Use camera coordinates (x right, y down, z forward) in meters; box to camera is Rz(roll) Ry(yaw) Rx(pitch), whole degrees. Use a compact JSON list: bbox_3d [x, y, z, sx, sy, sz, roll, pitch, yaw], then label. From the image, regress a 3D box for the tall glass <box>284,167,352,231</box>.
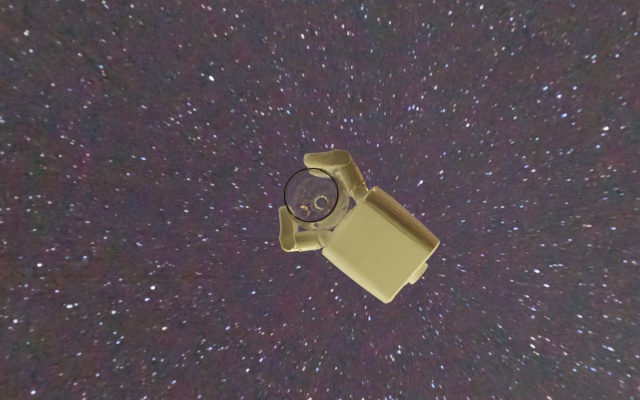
[{"bbox_3d":[0.000,0.002,0.626,0.079,0.079,0.201,0,-5,6],"label":"tall glass"}]
